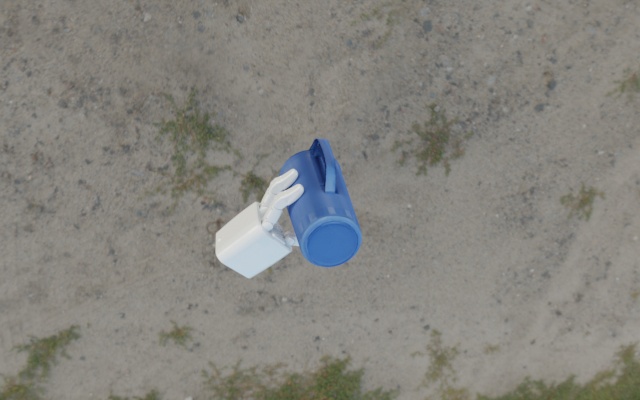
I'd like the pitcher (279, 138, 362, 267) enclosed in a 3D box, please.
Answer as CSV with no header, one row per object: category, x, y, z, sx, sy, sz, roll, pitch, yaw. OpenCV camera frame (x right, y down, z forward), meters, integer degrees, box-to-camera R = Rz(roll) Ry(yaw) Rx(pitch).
pitcher,0.000,0.003,0.894,0.145,0.149,0.242,-33,32,9
